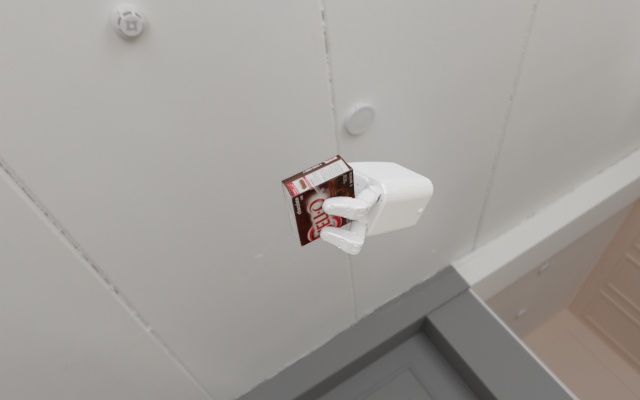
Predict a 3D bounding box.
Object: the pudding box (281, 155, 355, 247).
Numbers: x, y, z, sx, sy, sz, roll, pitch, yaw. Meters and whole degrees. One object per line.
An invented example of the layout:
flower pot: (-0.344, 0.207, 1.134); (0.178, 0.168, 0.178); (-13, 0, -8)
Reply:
pudding box: (0.000, 0.002, 0.646); (0.090, 0.114, 0.039); (-27, 51, -14)
